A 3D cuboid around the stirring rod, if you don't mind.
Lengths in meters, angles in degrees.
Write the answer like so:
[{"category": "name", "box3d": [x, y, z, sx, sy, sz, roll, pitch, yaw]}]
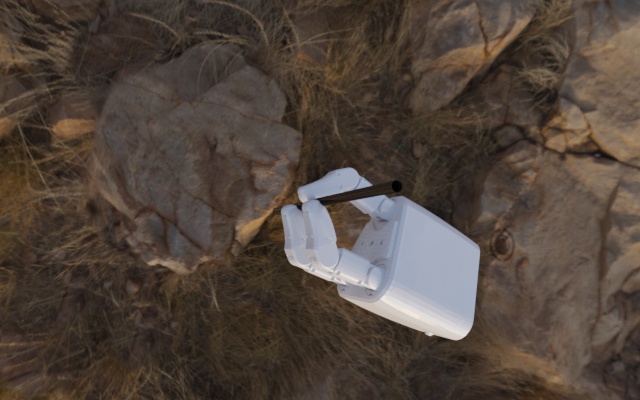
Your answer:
[{"category": "stirring rod", "box3d": [0.000, 0.001, 0.414, 0.011, 0.011, 0.239, 0, -5, -24]}]
